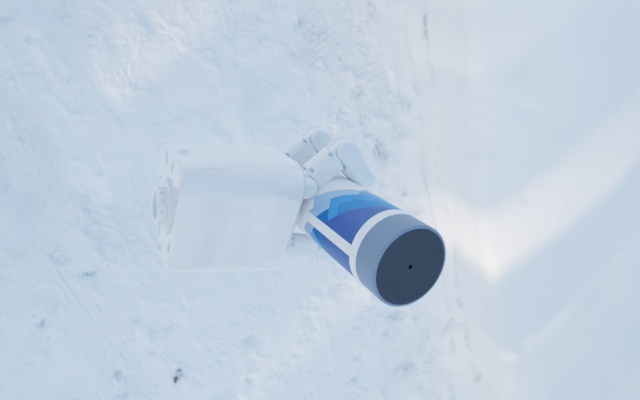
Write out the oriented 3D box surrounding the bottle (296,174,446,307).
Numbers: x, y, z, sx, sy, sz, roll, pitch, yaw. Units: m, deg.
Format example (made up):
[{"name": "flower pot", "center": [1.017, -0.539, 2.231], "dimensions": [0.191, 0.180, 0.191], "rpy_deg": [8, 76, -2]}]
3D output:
[{"name": "bottle", "center": [0.000, 0.002, 0.472], "dimensions": [0.069, 0.069, 0.295], "rpy_deg": [0, 19, -29]}]
